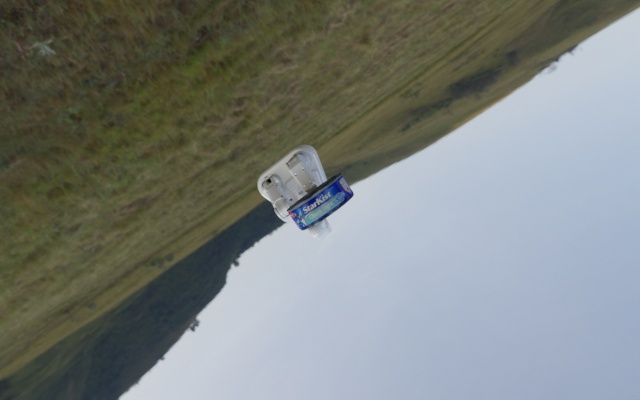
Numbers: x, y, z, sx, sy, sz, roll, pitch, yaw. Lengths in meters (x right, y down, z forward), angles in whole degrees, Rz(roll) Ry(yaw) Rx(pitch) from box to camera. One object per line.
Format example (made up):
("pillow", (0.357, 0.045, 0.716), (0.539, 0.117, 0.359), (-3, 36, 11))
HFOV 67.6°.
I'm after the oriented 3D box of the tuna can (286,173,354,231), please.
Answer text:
("tuna can", (0.000, 0.003, 0.617), (0.086, 0.034, 0.086), (-34, 5, 3))
